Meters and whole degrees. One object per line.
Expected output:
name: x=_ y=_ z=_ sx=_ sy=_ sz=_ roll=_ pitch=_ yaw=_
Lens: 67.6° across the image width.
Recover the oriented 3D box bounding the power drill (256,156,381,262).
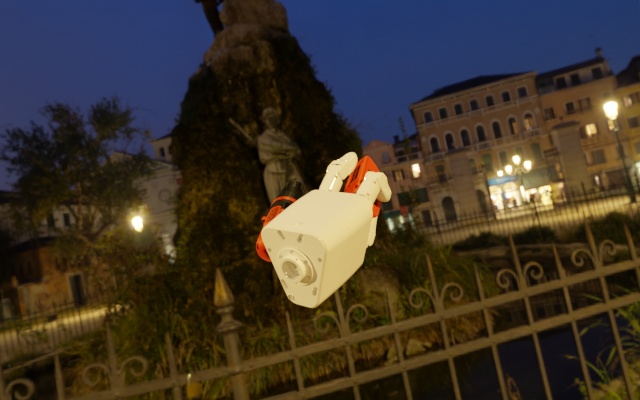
power drill: x=0.000 y=0.002 z=0.720 sx=0.188 sy=0.057 sz=0.184 roll=-24 pitch=27 yaw=26
